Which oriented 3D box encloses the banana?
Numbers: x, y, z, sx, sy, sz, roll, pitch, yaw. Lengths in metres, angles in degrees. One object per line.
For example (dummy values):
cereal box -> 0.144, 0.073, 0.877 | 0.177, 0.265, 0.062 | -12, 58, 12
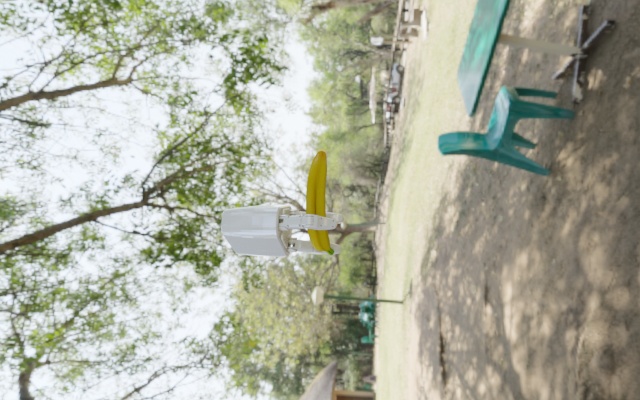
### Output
banana -> -0.004, 0.008, 0.872 | 0.037, 0.198, 0.069 | -2, 5, 15
